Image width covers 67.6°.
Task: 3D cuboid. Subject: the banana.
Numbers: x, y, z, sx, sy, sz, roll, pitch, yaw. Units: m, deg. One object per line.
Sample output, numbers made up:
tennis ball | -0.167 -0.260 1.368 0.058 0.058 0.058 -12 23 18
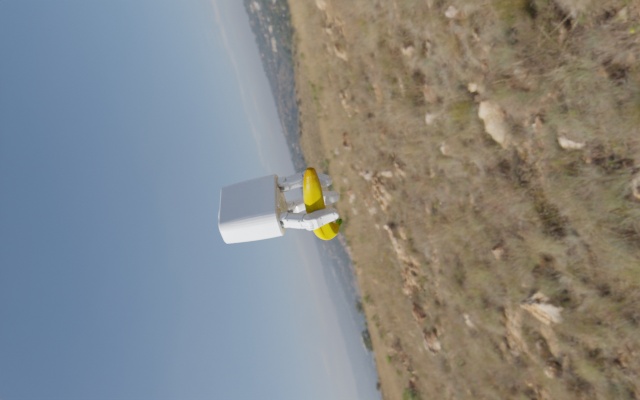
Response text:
banana | 0.000 0.021 0.851 0.037 0.069 0.198 -4 -31 15
